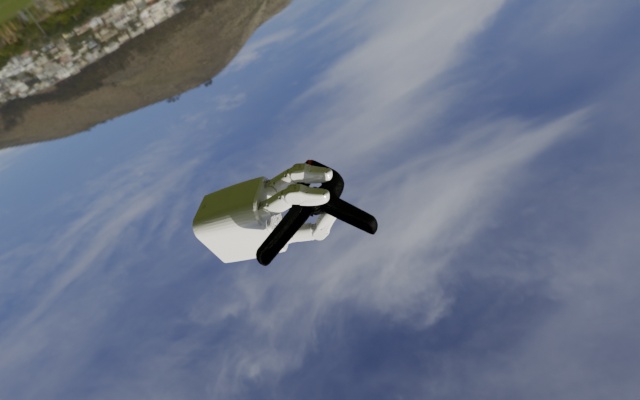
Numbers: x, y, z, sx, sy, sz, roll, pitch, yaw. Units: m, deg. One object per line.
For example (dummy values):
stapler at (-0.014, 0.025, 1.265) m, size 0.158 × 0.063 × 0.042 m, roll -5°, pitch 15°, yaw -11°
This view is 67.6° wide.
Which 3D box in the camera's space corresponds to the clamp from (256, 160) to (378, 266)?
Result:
clamp at (0.000, 0.003, 0.685) m, size 0.164 × 0.036 × 0.209 m, roll -12°, pitch 35°, yaw 14°
